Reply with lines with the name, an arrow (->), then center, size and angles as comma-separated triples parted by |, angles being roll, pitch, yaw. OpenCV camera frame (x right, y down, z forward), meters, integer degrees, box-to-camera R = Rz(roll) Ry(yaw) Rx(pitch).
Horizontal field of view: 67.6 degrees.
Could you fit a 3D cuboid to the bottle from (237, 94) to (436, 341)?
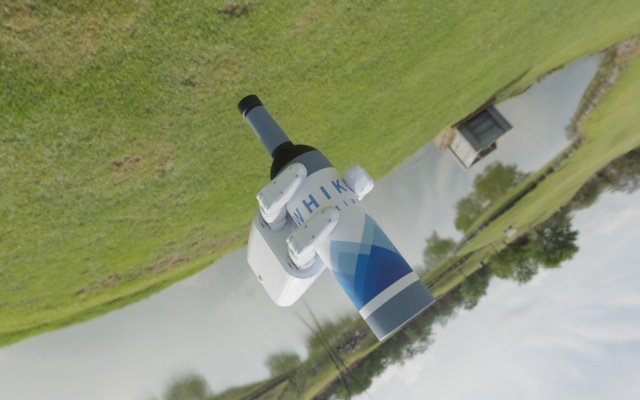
bottle -> 0.000, 0.002, 0.498 | 0.069, 0.295, 0.069 | -33, -18, -12
